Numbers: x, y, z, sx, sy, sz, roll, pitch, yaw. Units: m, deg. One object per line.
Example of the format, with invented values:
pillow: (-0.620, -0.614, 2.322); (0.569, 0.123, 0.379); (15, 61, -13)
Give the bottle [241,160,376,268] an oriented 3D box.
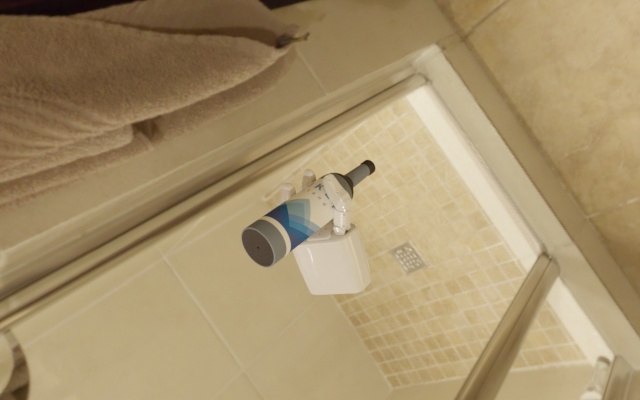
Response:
bottle: (0.000, 0.003, 0.773); (0.069, 0.069, 0.295); (0, 26, 43)
